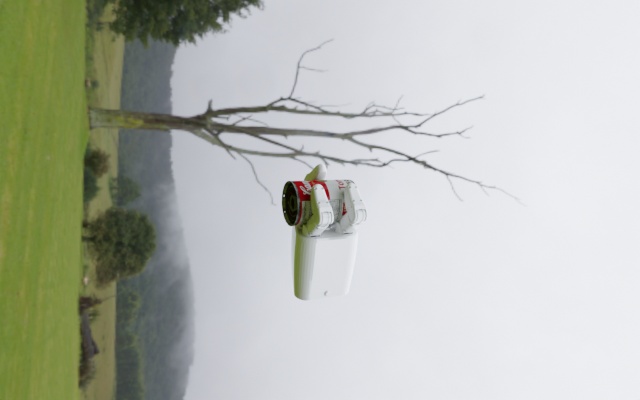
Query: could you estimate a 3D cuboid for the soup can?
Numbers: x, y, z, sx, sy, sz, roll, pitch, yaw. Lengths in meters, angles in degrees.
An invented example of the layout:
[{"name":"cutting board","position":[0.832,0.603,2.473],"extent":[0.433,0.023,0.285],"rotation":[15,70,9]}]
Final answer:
[{"name":"soup can","position":[0.000,0.002,0.727],"extent":[0.102,0.068,0.068],"rotation":[-3,1,-24]}]
